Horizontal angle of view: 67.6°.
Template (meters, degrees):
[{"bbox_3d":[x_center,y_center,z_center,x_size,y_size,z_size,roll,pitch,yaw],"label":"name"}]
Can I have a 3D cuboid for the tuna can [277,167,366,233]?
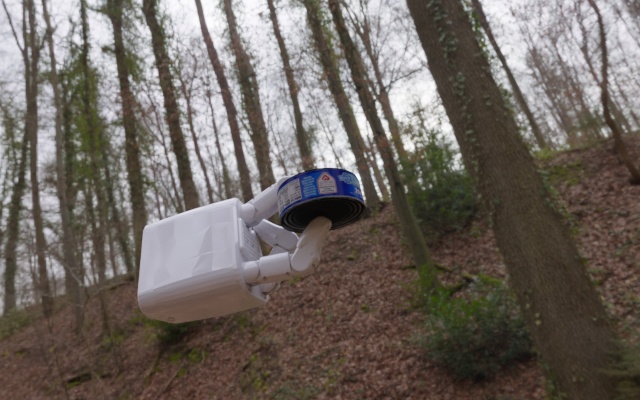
[{"bbox_3d":[0.000,0.001,0.474,0.086,0.033,0.086,-8,-24,-4],"label":"tuna can"}]
